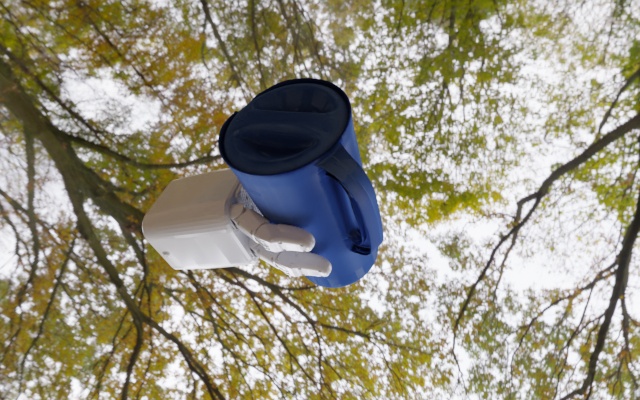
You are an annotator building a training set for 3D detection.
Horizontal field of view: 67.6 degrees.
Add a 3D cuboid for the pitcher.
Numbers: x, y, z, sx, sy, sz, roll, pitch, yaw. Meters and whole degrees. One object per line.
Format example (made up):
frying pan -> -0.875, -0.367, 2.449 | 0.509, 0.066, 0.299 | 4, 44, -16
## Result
pitcher -> 0.000, 0.002, 0.532 | 0.145, 0.149, 0.243 | -8, -41, 13
